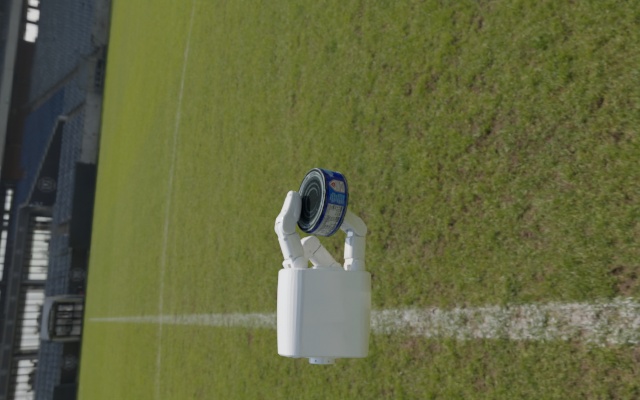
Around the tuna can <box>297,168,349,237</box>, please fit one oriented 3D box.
[{"bbox_3d":[0.000,0.002,0.611,0.034,0.086,0.086,12,-5,-26],"label":"tuna can"}]
